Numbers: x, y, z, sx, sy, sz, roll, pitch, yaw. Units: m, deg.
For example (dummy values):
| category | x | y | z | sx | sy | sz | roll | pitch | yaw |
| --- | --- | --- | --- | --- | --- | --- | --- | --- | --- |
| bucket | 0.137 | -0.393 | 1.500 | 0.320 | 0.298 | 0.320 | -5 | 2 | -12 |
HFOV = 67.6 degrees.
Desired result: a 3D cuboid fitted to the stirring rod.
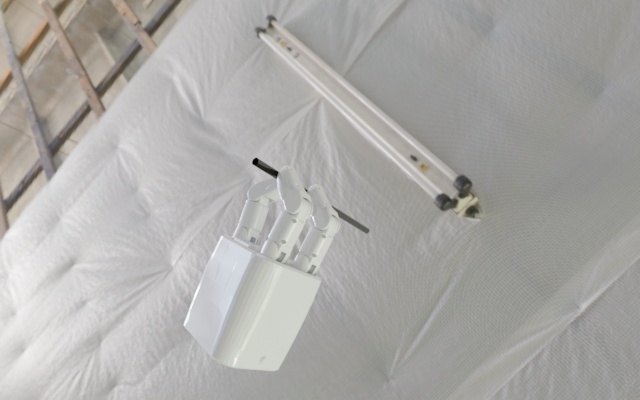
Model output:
| category | x | y | z | sx | sy | sz | roll | pitch | yaw |
| --- | --- | --- | --- | --- | --- | --- | --- | --- | --- |
| stirring rod | 0.000 | 0.002 | 0.554 | 0.011 | 0.011 | 0.240 | 0 | -19 | 34 |
